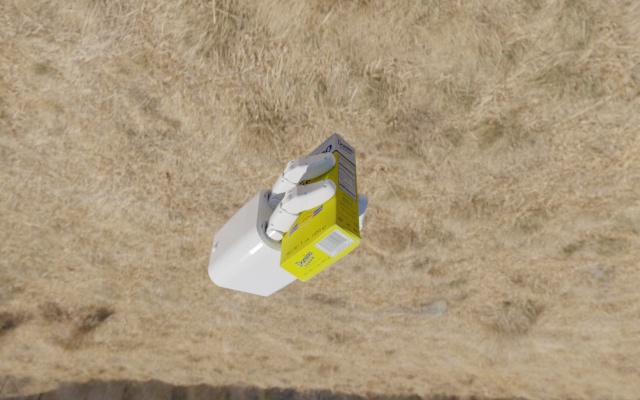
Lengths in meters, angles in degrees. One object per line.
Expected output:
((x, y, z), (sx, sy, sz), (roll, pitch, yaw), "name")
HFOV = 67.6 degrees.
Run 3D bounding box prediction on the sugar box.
((0.000, 0.002, 0.577), (0.048, 0.176, 0.093), (36, -59, -29), "sugar box")
